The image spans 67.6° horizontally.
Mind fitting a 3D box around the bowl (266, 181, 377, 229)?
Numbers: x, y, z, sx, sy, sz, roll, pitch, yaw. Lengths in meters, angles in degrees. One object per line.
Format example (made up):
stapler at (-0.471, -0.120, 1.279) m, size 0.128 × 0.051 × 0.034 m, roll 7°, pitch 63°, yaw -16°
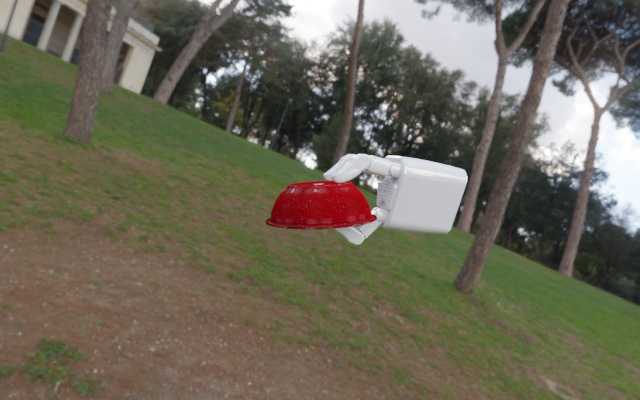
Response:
bowl at (-0.001, 0.002, 0.687) m, size 0.162 × 0.055 × 0.162 m, roll -3°, pitch 6°, yaw 0°
